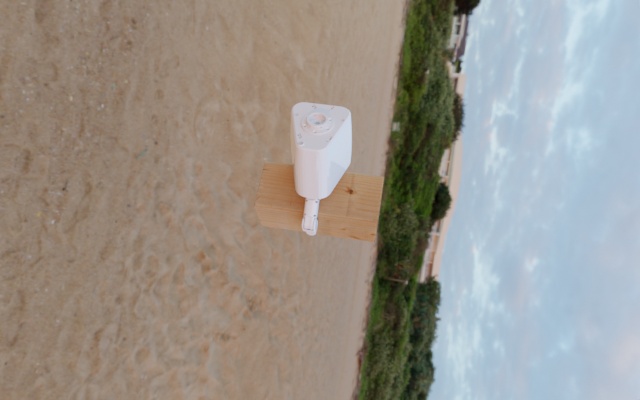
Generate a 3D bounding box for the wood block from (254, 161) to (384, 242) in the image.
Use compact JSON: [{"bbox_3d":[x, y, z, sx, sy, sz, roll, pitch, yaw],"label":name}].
[{"bbox_3d":[0.000,0.003,0.832,0.206,0.090,0.090,8,-25,7],"label":"wood block"}]
